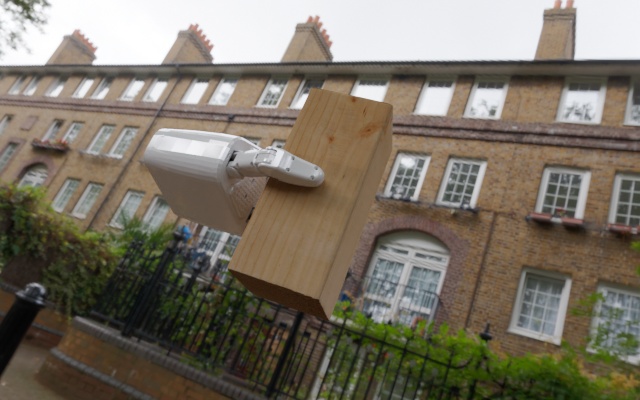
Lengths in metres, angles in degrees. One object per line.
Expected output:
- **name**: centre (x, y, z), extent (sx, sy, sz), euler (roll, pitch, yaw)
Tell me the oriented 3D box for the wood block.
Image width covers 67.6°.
- **wood block**: centre (0.000, 0.001, 0.481), extent (0.090, 0.206, 0.091), euler (16, -22, 16)
